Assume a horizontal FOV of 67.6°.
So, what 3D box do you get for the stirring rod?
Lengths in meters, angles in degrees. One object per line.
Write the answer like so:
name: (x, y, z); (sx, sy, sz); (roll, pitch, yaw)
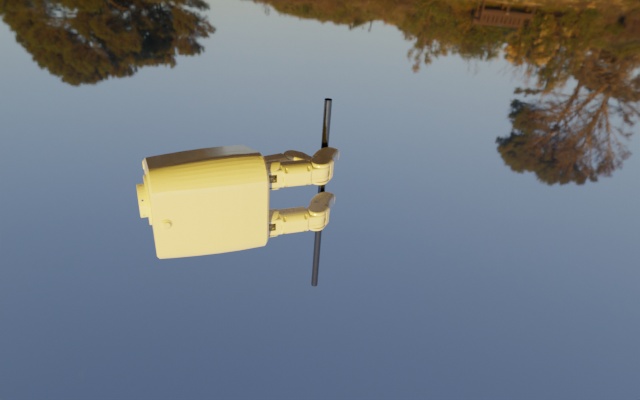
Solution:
stirring rod: (0.000, 0.002, 0.543); (0.011, 0.240, 0.011); (3, 30, -2)
